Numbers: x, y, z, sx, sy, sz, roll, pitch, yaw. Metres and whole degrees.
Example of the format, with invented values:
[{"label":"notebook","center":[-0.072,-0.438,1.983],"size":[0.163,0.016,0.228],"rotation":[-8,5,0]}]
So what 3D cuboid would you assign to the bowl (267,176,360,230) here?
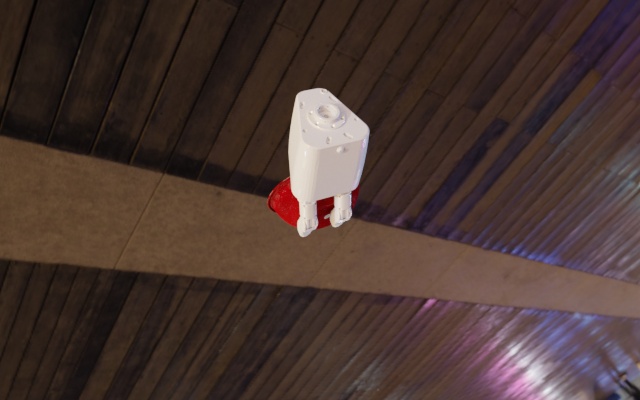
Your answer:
[{"label":"bowl","center":[0.000,0.003,0.761],"size":[0.162,0.055,0.162],"rotation":[-19,-22,-8]}]
